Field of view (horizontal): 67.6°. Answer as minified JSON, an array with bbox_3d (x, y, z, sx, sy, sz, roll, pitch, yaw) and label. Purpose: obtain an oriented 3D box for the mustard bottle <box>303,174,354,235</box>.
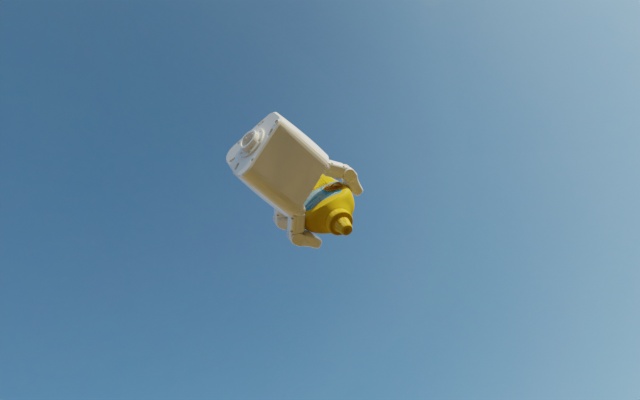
[{"bbox_3d":[0.000,0.003,0.772,0.096,0.058,0.191,-29,34,-11],"label":"mustard bottle"}]
